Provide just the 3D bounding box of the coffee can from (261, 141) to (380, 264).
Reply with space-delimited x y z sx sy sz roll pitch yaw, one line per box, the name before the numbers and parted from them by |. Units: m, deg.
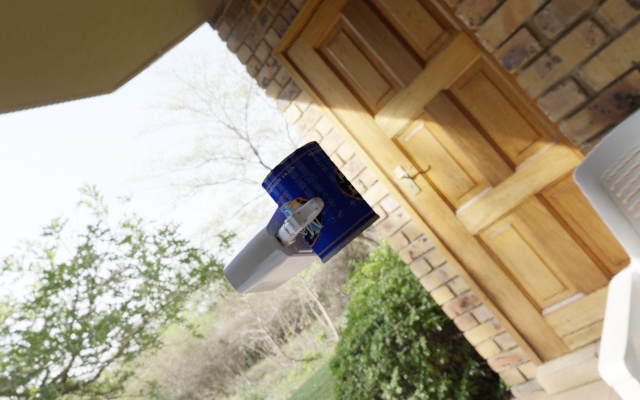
coffee can | 0.000 0.002 0.668 0.103 0.140 0.103 -39 -6 -5
